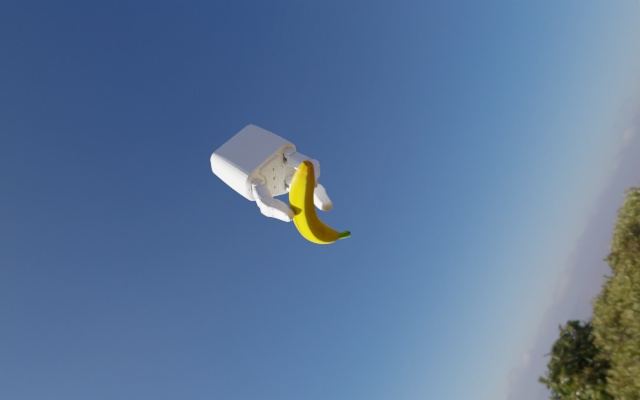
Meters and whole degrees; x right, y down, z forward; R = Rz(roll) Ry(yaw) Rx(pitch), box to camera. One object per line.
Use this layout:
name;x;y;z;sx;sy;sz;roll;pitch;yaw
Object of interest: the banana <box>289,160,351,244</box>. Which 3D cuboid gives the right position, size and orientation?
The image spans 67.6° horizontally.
banana;-0.013;0.016;0.746;0.037;0.069;0.198;41;-12;39
